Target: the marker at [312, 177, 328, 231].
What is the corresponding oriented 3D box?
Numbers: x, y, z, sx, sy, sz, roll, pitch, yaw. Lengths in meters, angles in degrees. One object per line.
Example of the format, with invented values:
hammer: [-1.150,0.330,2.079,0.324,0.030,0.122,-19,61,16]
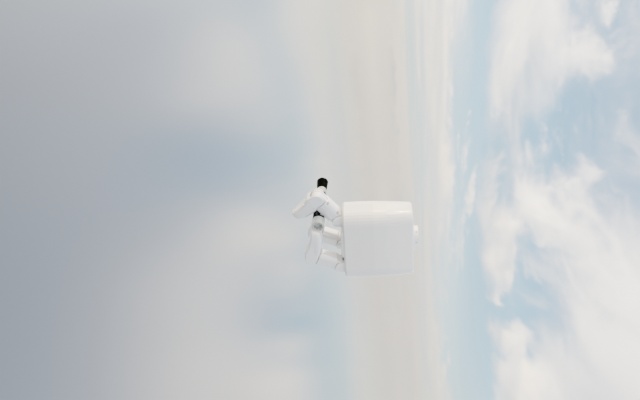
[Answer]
marker: [0.000,0.002,0.755,0.020,0.020,0.121,0,37,5]
